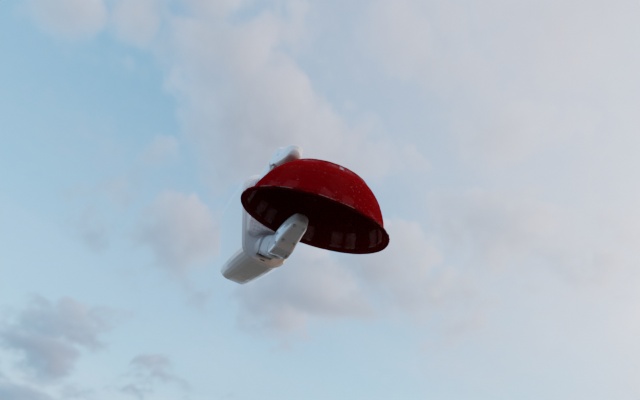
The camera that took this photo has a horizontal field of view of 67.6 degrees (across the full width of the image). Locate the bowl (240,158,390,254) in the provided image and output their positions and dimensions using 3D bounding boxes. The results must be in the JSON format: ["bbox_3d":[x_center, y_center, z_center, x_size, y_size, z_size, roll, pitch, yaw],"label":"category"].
[{"bbox_3d":[0.001,0.001,0.507,0.162,0.055,0.162,16,-21,6],"label":"bowl"}]
